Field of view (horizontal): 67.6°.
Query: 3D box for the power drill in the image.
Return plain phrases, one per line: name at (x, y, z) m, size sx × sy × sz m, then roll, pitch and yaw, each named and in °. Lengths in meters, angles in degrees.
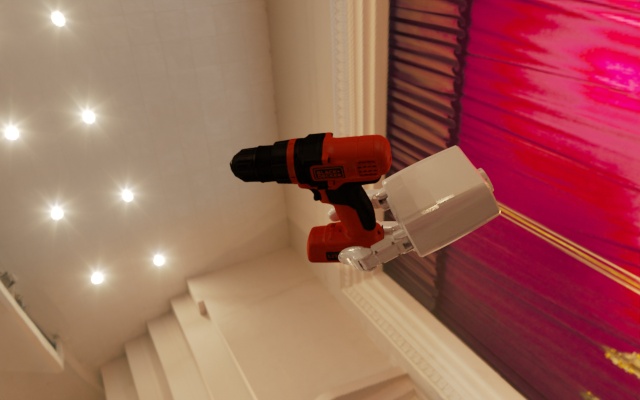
power drill at (0.000, 0.002, 0.583) m, size 0.184 × 0.057 × 0.188 m, roll -2°, pitch -42°, yaw 14°
